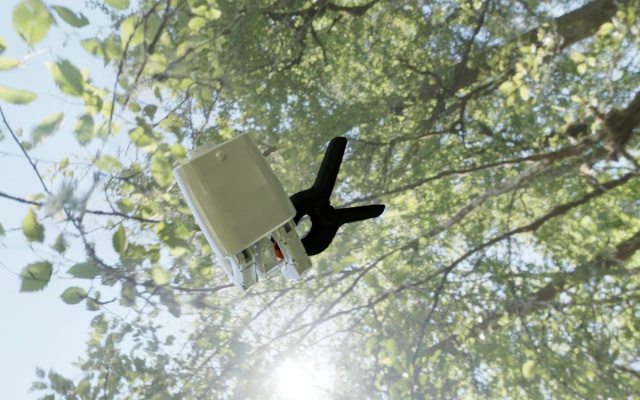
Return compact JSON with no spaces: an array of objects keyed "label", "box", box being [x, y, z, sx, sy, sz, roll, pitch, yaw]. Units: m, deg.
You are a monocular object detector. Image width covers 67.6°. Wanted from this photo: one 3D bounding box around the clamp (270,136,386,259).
[{"label":"clamp","box":[0.000,0.002,0.584,0.171,0.120,0.039,-34,12,-31]}]
